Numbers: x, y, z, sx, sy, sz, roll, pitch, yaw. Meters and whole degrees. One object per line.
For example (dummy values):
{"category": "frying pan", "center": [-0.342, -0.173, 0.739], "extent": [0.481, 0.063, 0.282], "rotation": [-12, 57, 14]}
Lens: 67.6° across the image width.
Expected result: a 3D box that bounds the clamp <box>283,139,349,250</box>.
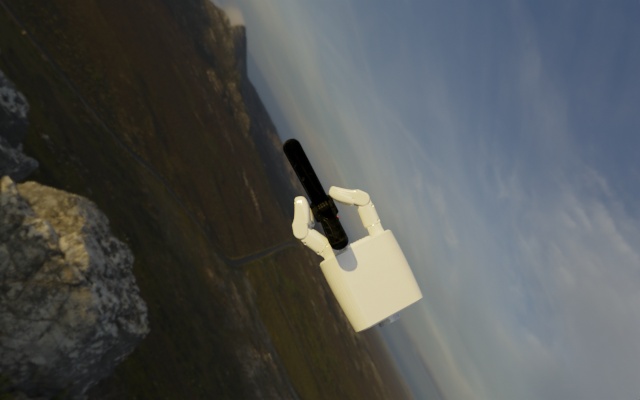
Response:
{"category": "clamp", "center": [0.001, 0.002, 0.705], "extent": [0.036, 0.164, 0.210], "rotation": [-26, -10, 1]}
